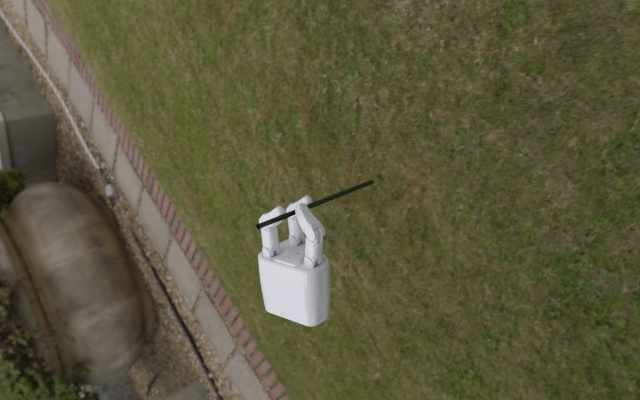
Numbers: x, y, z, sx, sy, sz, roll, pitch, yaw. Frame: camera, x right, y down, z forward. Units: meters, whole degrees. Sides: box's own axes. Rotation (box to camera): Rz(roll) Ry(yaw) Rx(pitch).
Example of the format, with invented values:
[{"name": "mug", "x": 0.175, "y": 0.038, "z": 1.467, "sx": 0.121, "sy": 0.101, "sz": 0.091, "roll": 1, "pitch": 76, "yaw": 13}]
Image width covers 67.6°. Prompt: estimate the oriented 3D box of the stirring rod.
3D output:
[{"name": "stirring rod", "x": 0.000, "y": 0.002, "z": 0.748, "sx": 0.239, "sy": 0.011, "sz": 0.011, "roll": -21, "pitch": 13, "yaw": -38}]
